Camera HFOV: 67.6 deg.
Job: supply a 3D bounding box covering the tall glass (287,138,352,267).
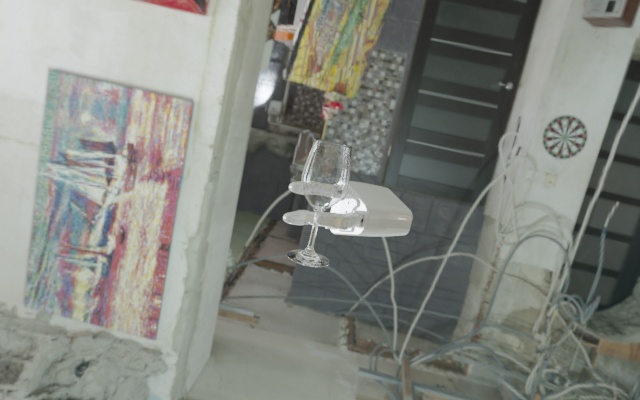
[{"bbox_3d":[0.000,0.003,0.784,0.079,0.201,0.079,12,11,-2],"label":"tall glass"}]
